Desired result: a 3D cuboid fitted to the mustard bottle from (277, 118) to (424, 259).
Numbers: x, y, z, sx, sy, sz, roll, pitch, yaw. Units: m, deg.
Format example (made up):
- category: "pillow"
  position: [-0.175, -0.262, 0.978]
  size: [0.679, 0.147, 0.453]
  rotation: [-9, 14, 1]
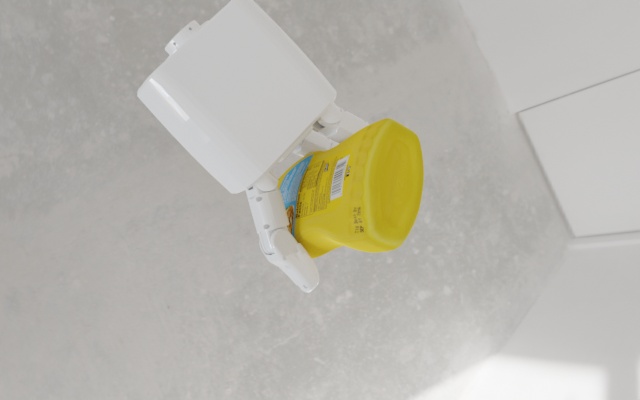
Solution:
- category: "mustard bottle"
  position: [0.000, 0.001, 0.412]
  size: [0.058, 0.096, 0.191]
  rotation: [22, -21, -30]
